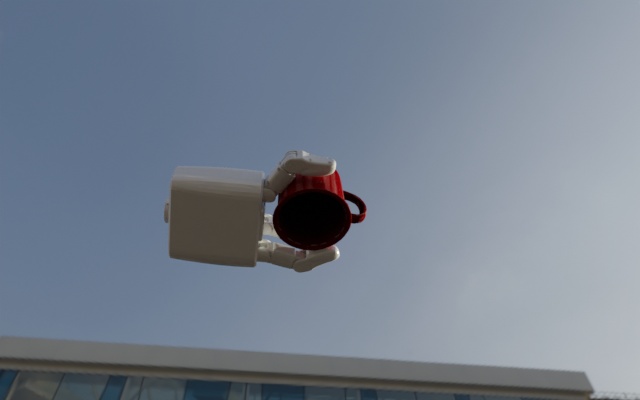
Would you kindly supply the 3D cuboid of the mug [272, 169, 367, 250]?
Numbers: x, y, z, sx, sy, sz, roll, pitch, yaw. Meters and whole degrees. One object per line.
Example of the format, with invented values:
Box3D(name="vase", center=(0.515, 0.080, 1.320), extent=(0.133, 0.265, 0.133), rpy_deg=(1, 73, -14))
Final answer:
Box3D(name="mug", center=(0.002, 0.002, 0.593), extent=(0.117, 0.093, 0.081), rpy_deg=(6, 35, -8))
